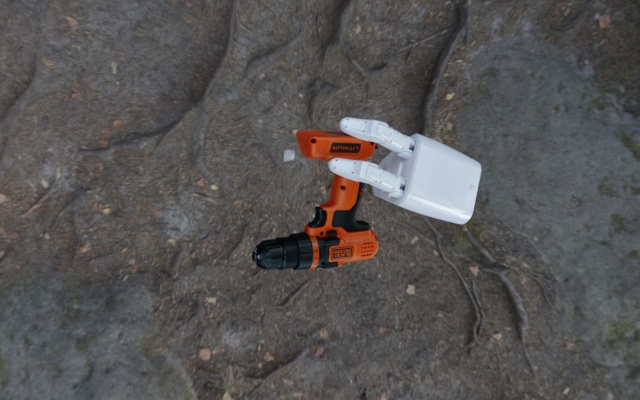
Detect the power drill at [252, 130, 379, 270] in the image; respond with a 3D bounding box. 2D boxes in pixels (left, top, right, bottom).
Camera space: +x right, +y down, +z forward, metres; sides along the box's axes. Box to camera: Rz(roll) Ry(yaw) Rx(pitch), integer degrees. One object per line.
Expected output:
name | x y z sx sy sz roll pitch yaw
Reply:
power drill | 0.000 0.002 0.639 0.184 0.188 0.057 -4 19 -28
